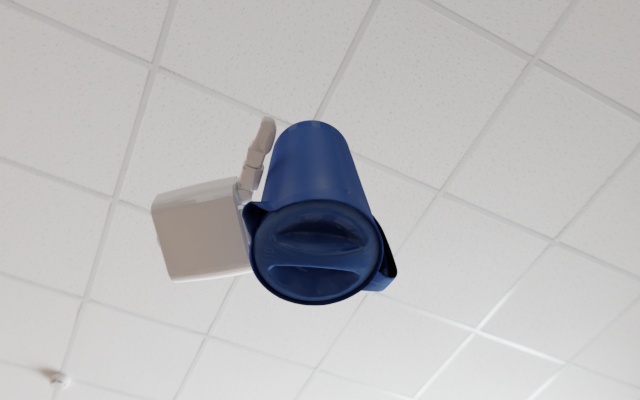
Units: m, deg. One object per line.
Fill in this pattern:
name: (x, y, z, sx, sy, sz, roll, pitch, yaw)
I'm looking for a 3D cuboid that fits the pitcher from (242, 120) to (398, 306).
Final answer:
pitcher: (0.000, 0.002, 0.571, 0.145, 0.149, 0.242, -11, 31, 4)
